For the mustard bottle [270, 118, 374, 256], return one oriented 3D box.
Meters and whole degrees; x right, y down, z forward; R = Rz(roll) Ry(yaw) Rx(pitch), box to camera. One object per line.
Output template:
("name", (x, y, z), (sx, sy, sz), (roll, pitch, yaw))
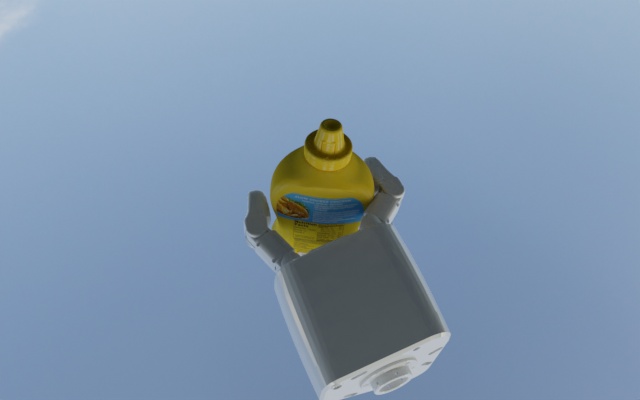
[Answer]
("mustard bottle", (0.000, 0.001, 0.454), (0.096, 0.058, 0.192), (6, -40, -2))
